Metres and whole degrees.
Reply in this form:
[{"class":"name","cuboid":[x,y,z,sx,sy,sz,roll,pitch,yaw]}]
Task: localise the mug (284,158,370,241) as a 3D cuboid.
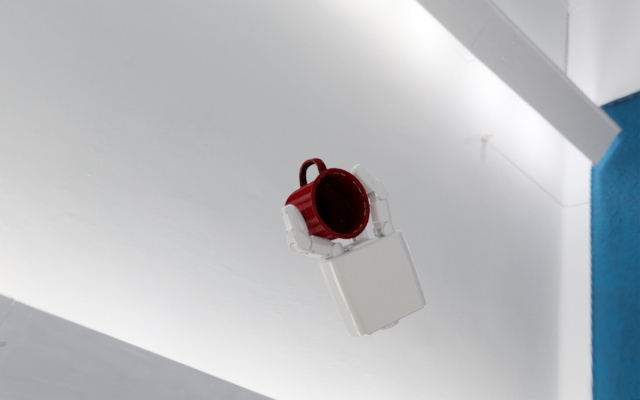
[{"class":"mug","cuboid":[-0.001,0.001,0.631,0.093,0.117,0.081,-17,-4,-39]}]
